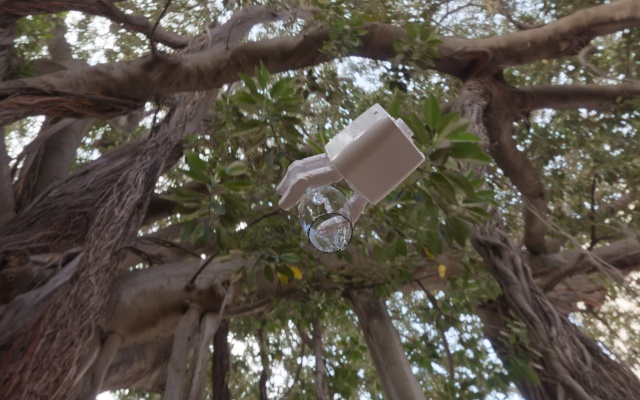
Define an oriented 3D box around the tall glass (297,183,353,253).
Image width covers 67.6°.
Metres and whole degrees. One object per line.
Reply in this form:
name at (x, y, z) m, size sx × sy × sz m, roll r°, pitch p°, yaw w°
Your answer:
tall glass at (0.000, 0.002, 0.730) m, size 0.079 × 0.079 × 0.201 m, roll 0°, pitch 25°, yaw -9°
